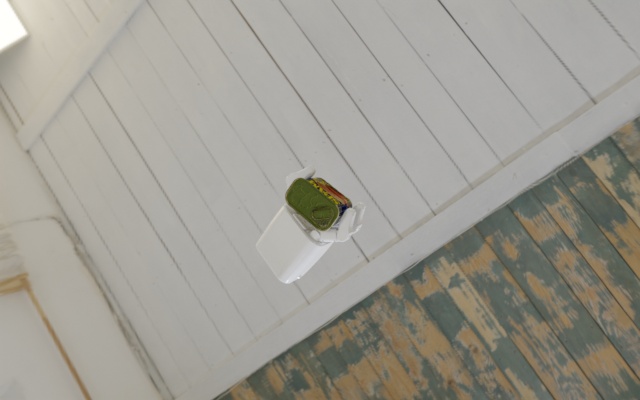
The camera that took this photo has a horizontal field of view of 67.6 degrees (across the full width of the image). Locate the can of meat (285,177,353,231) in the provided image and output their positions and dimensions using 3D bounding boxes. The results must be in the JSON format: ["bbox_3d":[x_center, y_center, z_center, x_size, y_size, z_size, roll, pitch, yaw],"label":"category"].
[{"bbox_3d":[0.000,0.003,0.854,0.102,0.057,0.084,39,19,15],"label":"can of meat"}]
